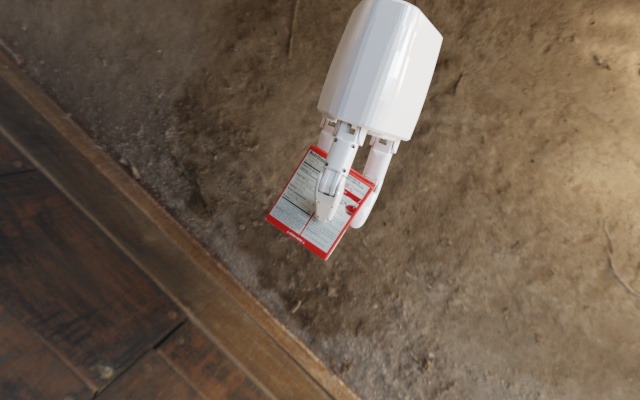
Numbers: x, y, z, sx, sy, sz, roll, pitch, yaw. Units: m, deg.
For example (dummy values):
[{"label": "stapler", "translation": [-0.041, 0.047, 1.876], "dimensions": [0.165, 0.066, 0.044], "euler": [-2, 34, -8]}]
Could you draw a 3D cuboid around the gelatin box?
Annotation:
[{"label": "gelatin box", "translation": [0.000, 0.002, 0.470], "dimensions": [0.073, 0.089, 0.030], "euler": [34, 9, 6]}]
